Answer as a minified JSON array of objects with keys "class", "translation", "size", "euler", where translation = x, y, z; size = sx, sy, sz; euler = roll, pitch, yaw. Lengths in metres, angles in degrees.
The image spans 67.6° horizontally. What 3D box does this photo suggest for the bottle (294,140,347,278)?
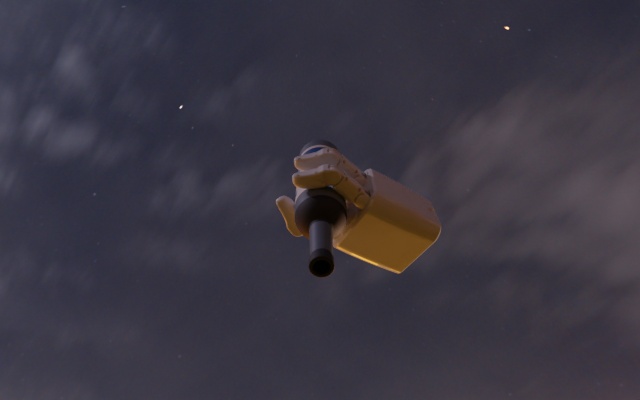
[{"class":"bottle","translation":[0.000,0.002,0.628],"size":[0.069,0.069,0.295],"euler":[0,27,-1]}]
